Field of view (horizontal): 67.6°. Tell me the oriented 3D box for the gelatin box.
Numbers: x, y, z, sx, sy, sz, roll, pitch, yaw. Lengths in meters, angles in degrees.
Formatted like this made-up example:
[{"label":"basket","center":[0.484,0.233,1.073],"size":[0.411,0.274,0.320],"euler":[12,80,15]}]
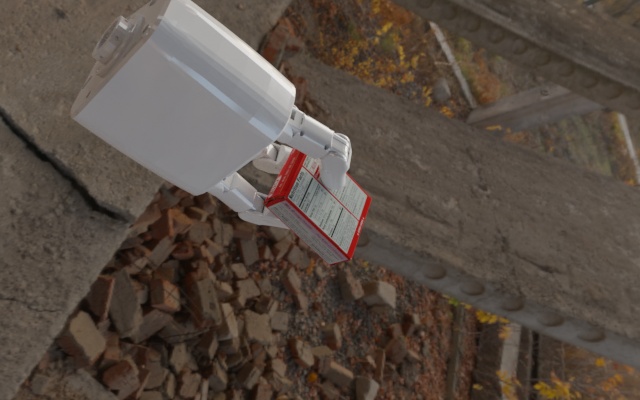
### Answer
[{"label":"gelatin box","center":[0.001,0.001,0.419],"size":[0.030,0.073,0.089],"euler":[-21,-55,42]}]
